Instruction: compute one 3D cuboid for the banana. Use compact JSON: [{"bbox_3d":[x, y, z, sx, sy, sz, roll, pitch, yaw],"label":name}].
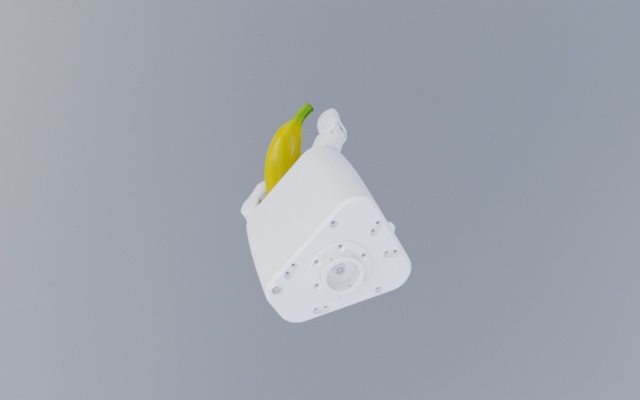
[{"bbox_3d":[-0.018,0.004,0.499,0.069,0.198,0.037,-19,26,-14],"label":"banana"}]
